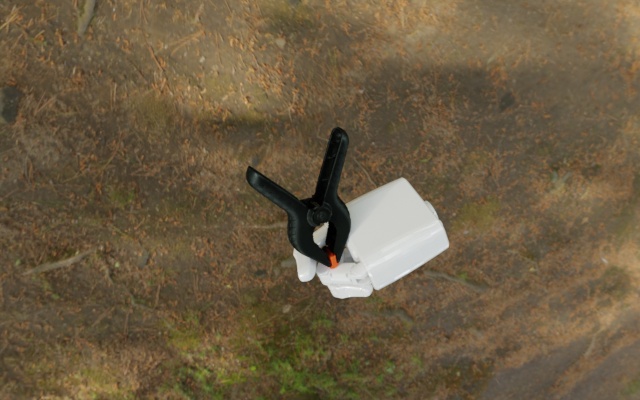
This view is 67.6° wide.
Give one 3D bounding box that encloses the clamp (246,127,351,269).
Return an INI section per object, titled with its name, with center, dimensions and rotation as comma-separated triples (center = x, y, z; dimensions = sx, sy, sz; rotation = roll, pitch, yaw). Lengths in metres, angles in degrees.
[clamp]
center = 0.000, 0.002, 0.548
dimensions = 0.120, 0.172, 0.039
rotation = -30, 37, -5
